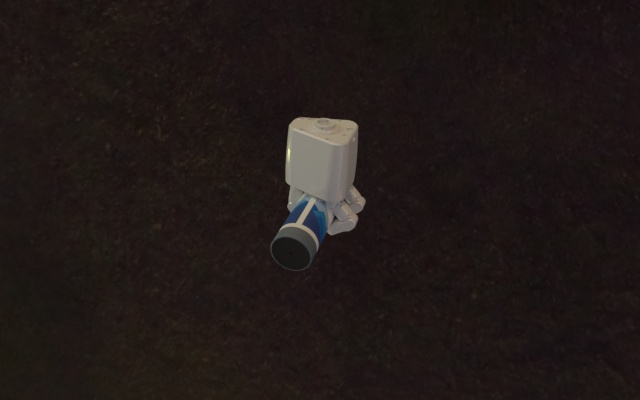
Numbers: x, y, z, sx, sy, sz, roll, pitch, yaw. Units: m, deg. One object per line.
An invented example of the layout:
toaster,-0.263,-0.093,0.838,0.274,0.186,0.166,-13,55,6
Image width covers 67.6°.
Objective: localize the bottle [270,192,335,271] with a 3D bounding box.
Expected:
bottle,0.000,0.003,0.830,0.069,0.069,0.295,0,32,21
